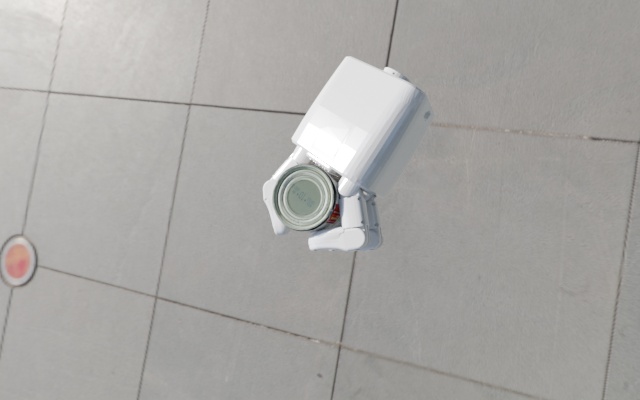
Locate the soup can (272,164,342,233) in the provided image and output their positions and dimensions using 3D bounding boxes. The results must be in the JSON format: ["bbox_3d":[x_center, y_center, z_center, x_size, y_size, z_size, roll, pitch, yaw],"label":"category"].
[{"bbox_3d":[0.000,0.002,0.505,0.068,0.068,0.102,0,-5,20],"label":"soup can"}]
